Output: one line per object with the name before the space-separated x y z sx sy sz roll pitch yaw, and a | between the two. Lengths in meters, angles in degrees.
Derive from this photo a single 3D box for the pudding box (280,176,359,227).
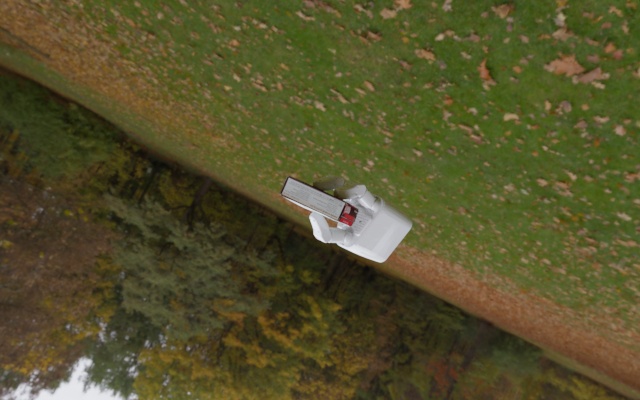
pudding box | 0.000 0.003 0.791 0.113 0.039 0.090 22 -3 19
